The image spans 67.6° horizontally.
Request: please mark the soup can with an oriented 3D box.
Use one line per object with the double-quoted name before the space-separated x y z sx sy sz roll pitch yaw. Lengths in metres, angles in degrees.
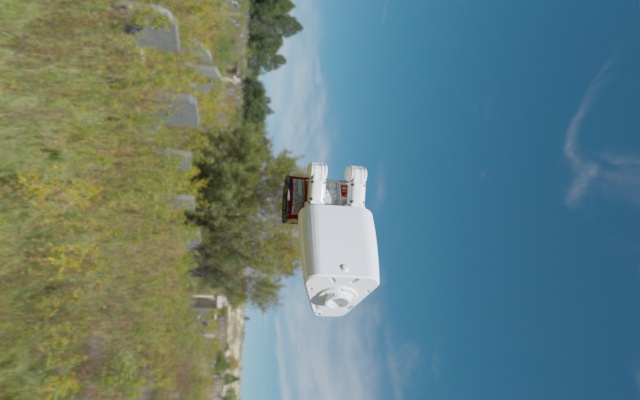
"soup can" 0.000 0.002 0.673 0.102 0.068 0.068 4 -1 -10
